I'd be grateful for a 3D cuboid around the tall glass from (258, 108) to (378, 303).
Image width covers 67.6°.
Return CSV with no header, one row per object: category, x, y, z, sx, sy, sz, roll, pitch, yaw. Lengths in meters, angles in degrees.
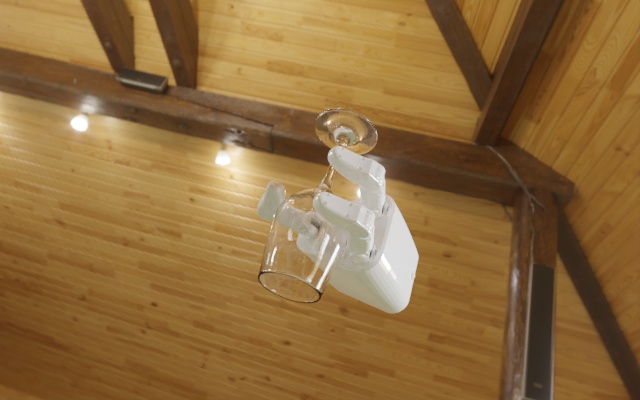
tall glass,0.000,0.001,0.492,0.079,0.201,0.079,14,-32,9
